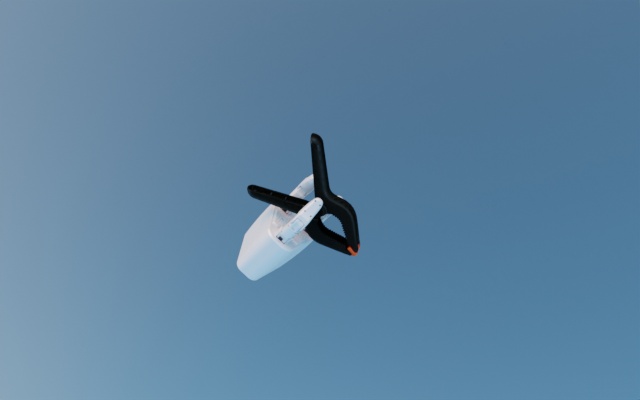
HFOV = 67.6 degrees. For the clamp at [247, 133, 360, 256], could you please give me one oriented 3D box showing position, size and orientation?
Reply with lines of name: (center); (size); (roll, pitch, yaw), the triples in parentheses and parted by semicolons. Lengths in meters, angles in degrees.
clamp: (0.000, 0.003, 0.784); (0.165, 0.210, 0.036); (-43, 7, 29)
